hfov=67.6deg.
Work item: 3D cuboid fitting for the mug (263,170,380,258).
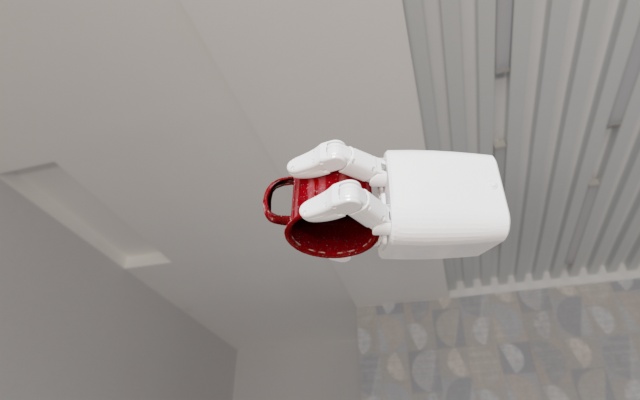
[{"bbox_3d":[-0.001,0.001,0.489,0.117,0.081,0.093,1,-34,0],"label":"mug"}]
